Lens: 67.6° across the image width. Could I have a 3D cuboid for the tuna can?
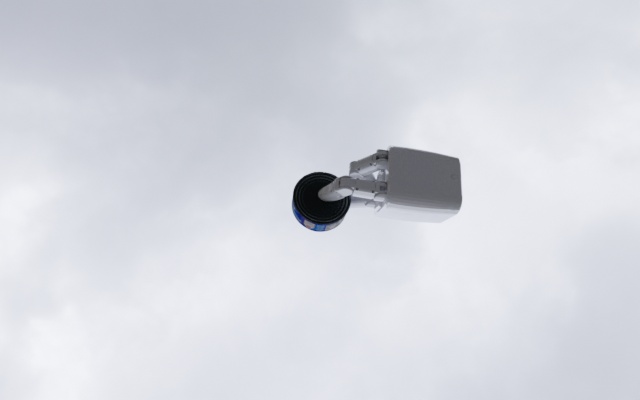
[{"bbox_3d":[0.000,0.003,0.707,0.086,0.086,0.034,0,-26,-9],"label":"tuna can"}]
